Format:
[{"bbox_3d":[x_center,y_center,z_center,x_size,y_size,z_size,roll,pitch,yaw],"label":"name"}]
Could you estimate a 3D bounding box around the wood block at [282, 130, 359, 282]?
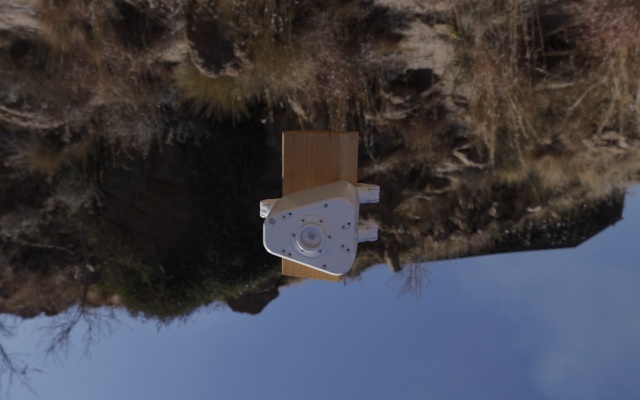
[{"bbox_3d":[0.000,0.002,0.700,0.091,0.206,0.090,5,11,17],"label":"wood block"}]
